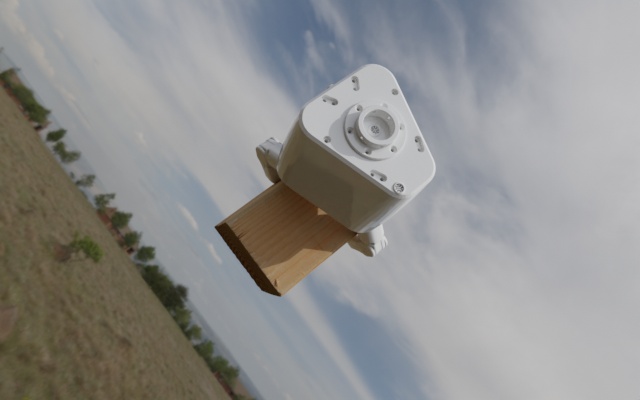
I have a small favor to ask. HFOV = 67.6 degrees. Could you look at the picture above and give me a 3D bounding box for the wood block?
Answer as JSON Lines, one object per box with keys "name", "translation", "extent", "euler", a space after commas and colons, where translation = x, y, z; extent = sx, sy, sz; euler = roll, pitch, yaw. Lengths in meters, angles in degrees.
{"name": "wood block", "translation": [0.000, 0.002, 0.518], "extent": [0.206, 0.091, 0.090], "euler": [-37, 7, -19]}
